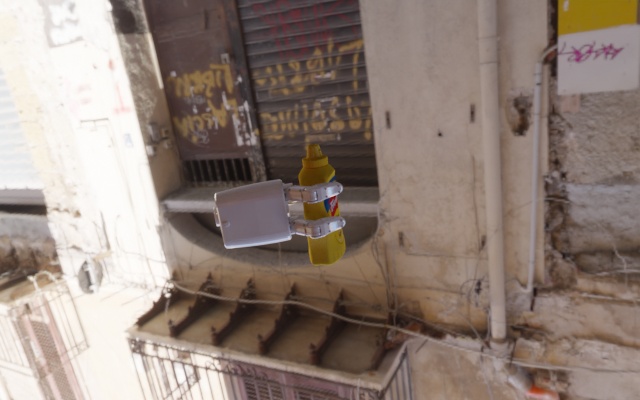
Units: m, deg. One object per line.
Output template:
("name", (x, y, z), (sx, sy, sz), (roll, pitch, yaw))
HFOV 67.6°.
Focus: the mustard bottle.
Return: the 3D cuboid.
("mustard bottle", (0.000, 0.003, 0.784), (0.058, 0.192, 0.096), (-3, 18, 18))
